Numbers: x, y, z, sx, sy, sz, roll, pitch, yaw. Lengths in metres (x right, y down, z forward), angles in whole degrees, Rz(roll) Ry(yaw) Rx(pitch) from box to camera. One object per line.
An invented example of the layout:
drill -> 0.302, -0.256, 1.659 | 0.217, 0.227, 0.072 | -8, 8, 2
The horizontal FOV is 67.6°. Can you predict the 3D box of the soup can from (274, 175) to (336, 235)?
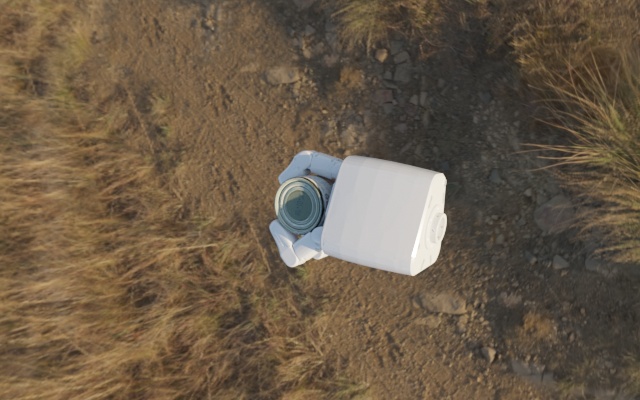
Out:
soup can -> 0.000, 0.002, 0.579 | 0.068, 0.068, 0.102 | 0, 5, 31
